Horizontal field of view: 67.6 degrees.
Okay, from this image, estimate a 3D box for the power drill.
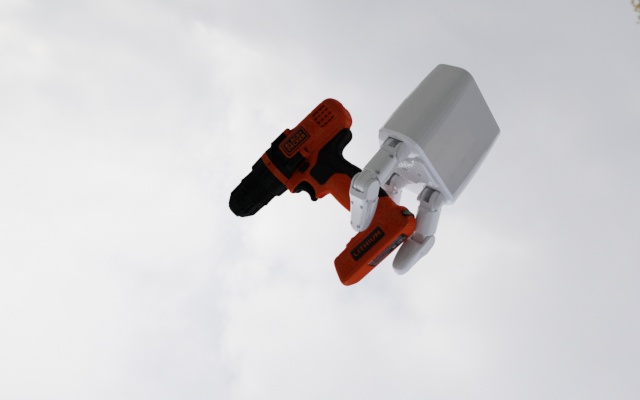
[{"bbox_3d":[0.001,0.002,0.542,0.184,0.187,0.057,-43,-19,11],"label":"power drill"}]
